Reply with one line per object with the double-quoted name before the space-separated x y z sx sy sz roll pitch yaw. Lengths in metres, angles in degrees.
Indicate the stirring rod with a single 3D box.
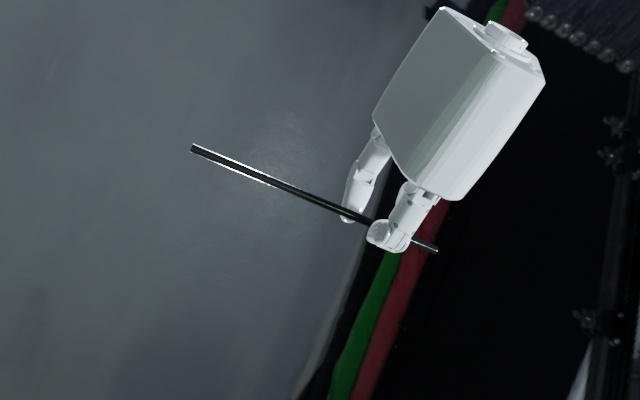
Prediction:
"stirring rod" 0.000 0.001 0.426 0.239 0.011 0.011 23 -5 -11
